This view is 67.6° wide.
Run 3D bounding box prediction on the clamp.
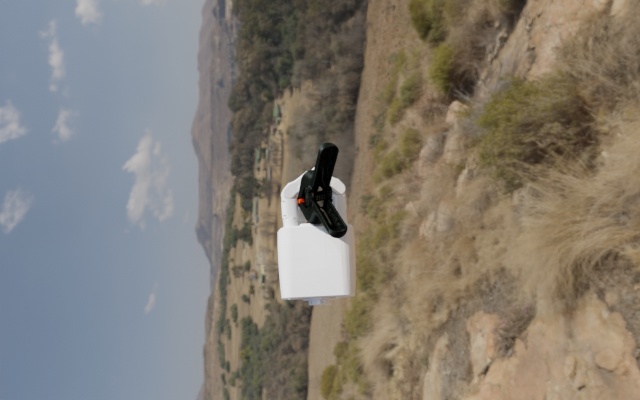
[{"bbox_3d":[-0.001,0.002,0.663,0.039,0.120,0.171,0,-14,-12],"label":"clamp"}]
